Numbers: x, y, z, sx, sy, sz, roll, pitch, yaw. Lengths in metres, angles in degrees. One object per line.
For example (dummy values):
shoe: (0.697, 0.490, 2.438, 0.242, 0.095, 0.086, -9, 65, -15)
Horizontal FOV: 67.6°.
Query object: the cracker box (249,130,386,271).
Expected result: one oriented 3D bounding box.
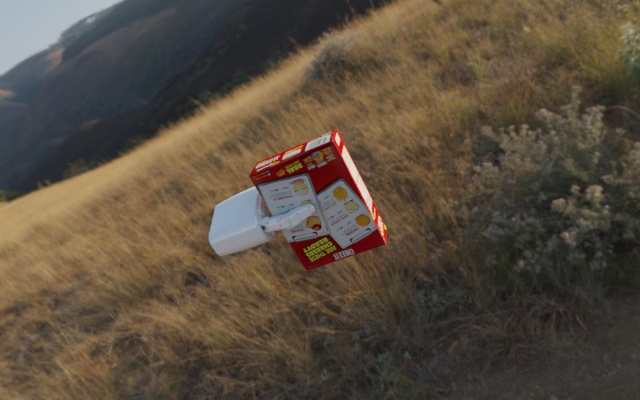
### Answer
cracker box: (0.000, 0.003, 0.845, 0.164, 0.214, 0.072, -21, 24, 19)
